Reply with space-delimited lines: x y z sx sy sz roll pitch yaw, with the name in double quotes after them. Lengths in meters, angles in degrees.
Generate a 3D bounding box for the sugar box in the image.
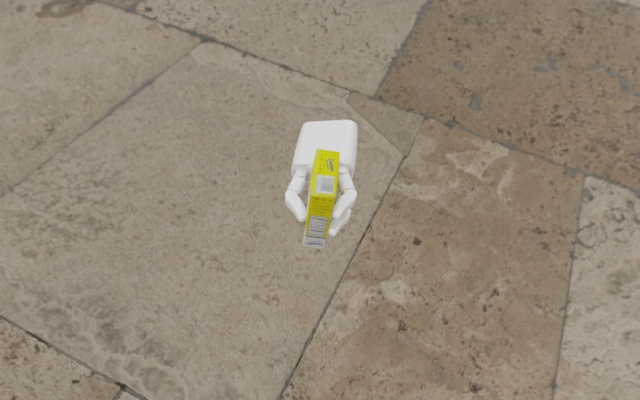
0.001 0.003 0.827 0.048 0.093 0.176 7 -33 1 "sugar box"
